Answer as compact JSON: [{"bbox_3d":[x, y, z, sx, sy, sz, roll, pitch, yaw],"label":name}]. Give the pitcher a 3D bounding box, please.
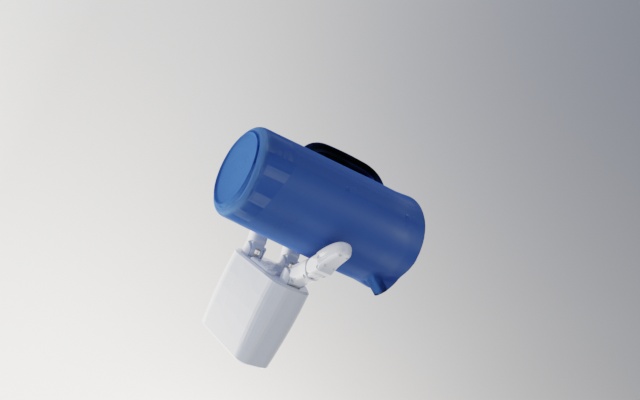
[{"bbox_3d":[0.000,0.002,0.584,0.243,0.145,0.149,27,4,-31],"label":"pitcher"}]
